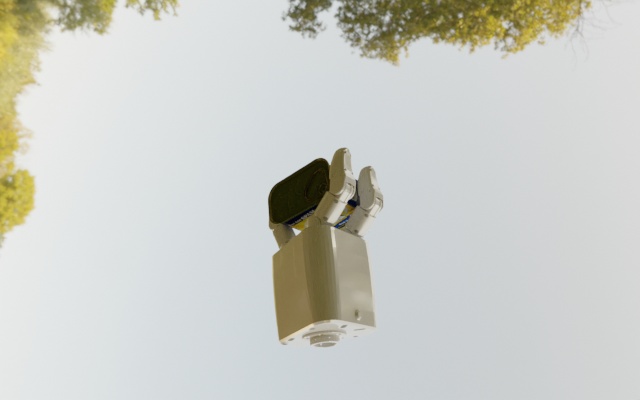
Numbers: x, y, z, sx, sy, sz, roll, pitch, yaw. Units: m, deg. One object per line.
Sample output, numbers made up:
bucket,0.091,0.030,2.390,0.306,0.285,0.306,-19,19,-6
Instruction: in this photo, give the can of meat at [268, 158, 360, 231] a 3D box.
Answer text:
can of meat,0.000,0.002,0.592,0.102,0.057,0.084,-29,-37,32
